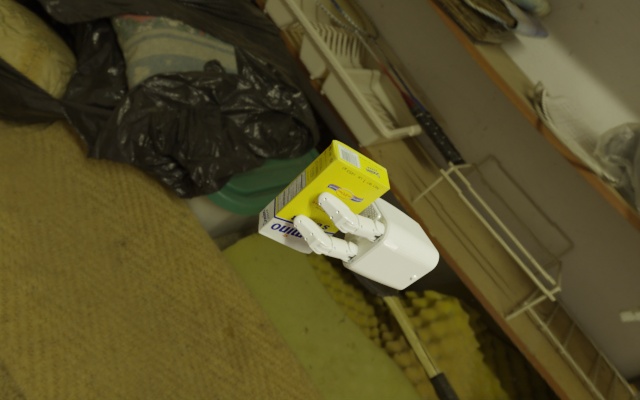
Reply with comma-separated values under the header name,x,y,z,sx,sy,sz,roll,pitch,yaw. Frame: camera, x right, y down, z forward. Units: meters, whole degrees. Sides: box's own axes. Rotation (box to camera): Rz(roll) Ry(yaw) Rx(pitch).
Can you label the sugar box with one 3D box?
name,x,y,z,sx,sy,sz,roll,pitch,yaw
sugar box,0.000,0.003,0.658,0.093,0.048,0.176,27,-54,-28
